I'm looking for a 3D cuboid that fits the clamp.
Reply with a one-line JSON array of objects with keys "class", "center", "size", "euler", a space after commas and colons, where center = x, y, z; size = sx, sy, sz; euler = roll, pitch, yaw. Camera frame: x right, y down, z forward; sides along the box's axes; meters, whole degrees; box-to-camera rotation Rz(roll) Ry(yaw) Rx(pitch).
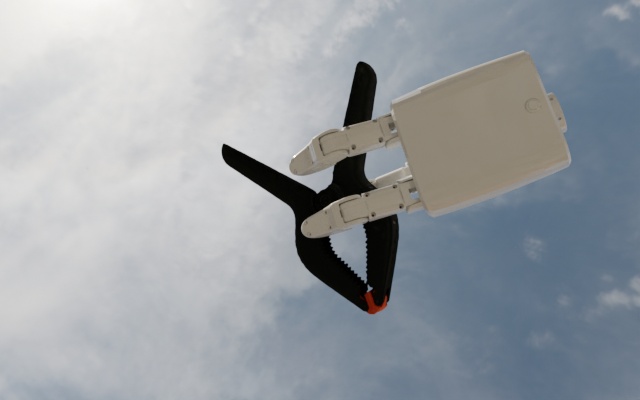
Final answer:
[{"class": "clamp", "center": [0.001, 0.002, 0.425], "size": [0.164, 0.210, 0.036], "euler": [-21, -12, 20]}]
